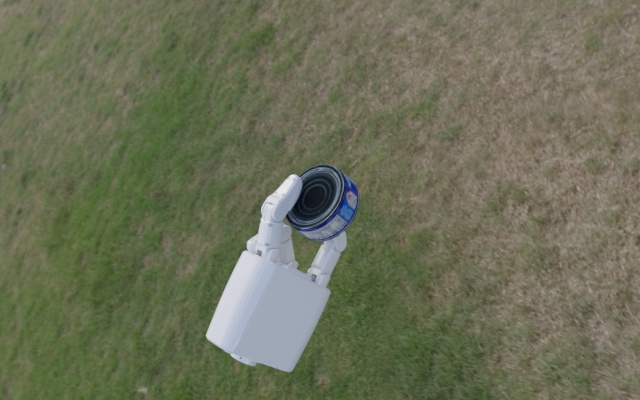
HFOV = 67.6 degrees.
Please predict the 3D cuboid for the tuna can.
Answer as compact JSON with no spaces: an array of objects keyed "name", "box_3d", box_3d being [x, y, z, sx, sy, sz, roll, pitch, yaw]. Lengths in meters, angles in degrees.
[{"name":"tuna can","box_3d":[0.000,0.001,0.550,0.086,0.086,0.034,0,-27,38]}]
